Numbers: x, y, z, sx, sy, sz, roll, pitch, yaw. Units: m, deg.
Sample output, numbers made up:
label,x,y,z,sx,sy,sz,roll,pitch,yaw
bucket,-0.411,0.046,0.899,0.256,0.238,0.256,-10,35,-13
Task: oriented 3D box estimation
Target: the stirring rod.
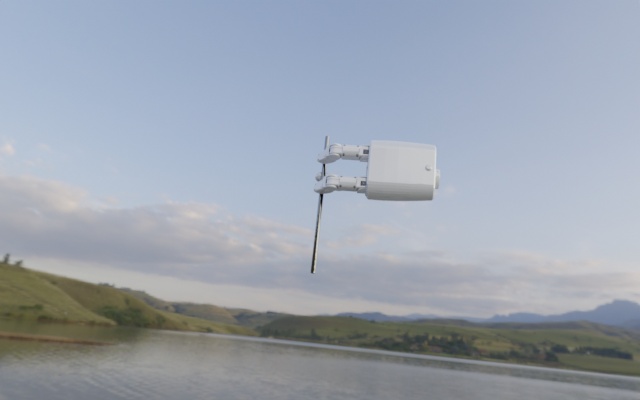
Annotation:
label,x,y,z,sx,sy,sz,roll,pitch,yaw
stirring rod,0.000,0.003,0.802,0.011,0.239,0.011,6,-17,2
